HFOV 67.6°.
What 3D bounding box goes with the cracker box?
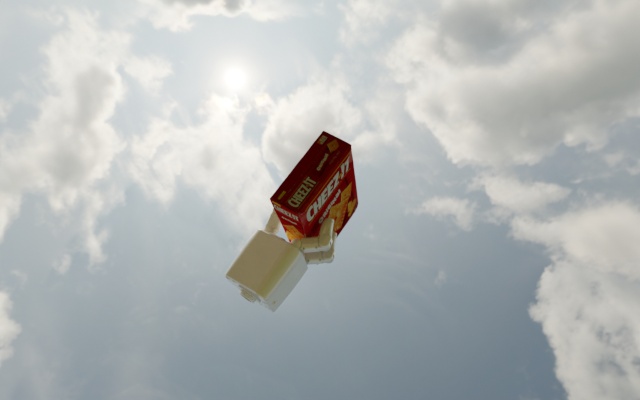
[{"bbox_3d":[0.000,0.003,0.895,0.072,0.164,0.214,27,-22,21],"label":"cracker box"}]
